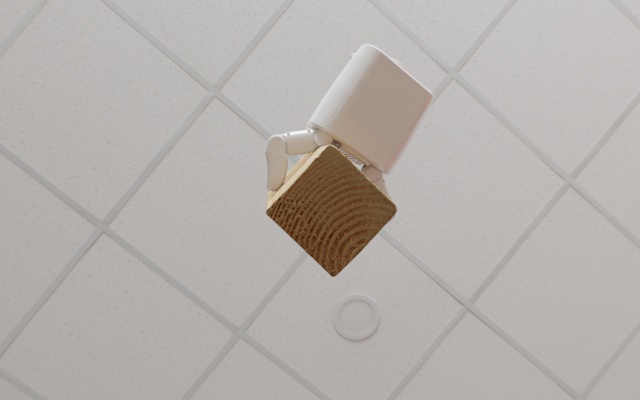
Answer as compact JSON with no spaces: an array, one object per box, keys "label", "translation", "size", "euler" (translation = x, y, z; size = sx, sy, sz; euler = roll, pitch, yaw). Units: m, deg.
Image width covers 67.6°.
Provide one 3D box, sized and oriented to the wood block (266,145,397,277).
[{"label":"wood block","translation":[0.001,0.002,0.533],"size":[0.091,0.090,0.206],"euler":[43,-1,-7]}]
